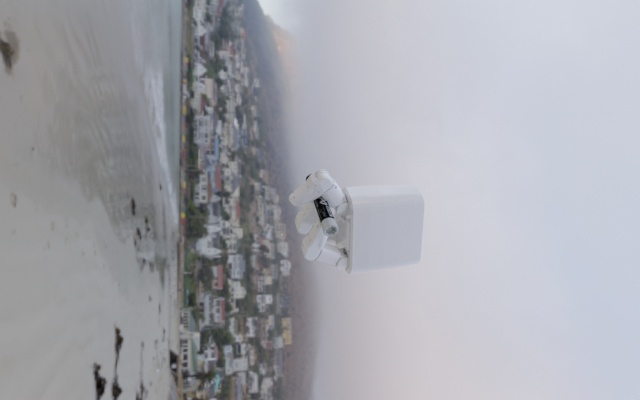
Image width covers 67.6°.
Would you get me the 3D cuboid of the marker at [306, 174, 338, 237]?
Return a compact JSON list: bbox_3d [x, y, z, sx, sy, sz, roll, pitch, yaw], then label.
[{"bbox_3d":[0.000,0.002,0.622,0.020,0.020,0.121,0,35,-15],"label":"marker"}]
